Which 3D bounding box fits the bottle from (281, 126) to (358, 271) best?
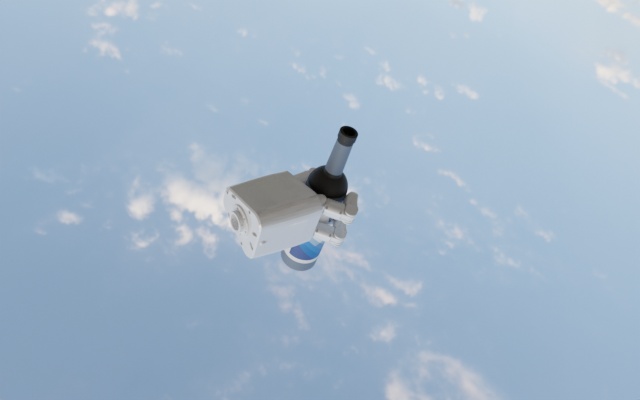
[{"bbox_3d":[0.000,0.003,0.770,0.069,0.069,0.296,0,-42,-22],"label":"bottle"}]
